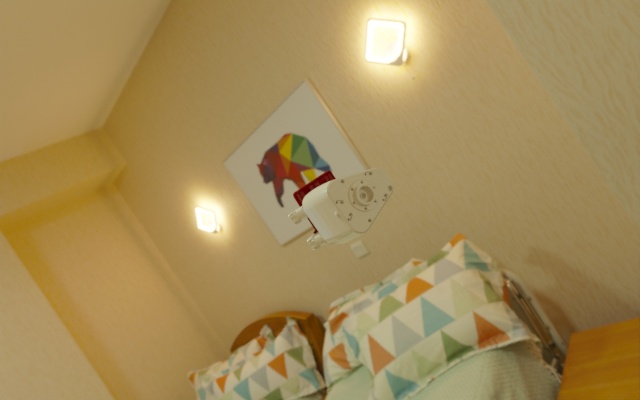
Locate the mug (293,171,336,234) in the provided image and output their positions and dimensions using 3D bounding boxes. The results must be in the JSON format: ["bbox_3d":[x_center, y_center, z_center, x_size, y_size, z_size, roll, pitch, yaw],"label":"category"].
[{"bbox_3d":[0.000,0.003,0.866,0.093,0.081,0.117,-34,2,-25],"label":"mug"}]
